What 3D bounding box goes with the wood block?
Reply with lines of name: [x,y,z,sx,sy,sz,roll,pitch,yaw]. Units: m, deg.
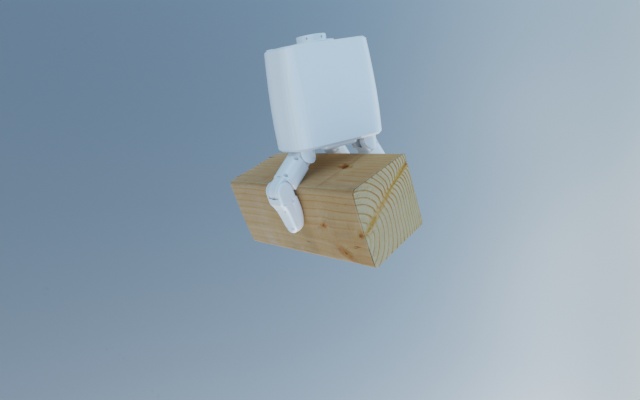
wood block: [0.000,0.002,0.558,0.206,0.090,0.090,6,33,46]
